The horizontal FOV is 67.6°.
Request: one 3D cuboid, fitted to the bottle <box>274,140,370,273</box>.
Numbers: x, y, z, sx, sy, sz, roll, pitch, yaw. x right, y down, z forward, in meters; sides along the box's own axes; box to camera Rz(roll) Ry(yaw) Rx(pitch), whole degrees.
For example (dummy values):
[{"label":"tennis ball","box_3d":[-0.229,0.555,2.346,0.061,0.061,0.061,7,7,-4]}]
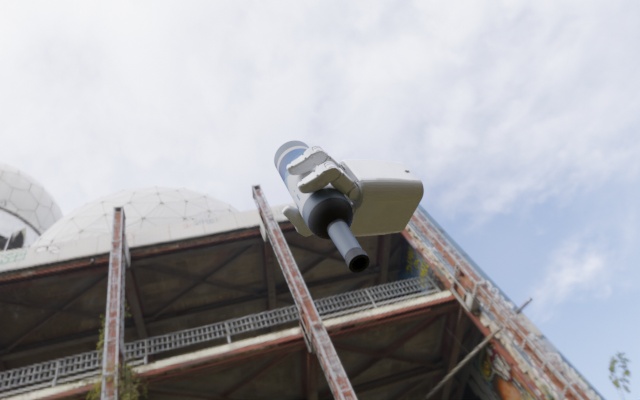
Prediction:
[{"label":"bottle","box_3d":[0.000,0.002,0.687,0.069,0.069,0.295,0,30,-22]}]
